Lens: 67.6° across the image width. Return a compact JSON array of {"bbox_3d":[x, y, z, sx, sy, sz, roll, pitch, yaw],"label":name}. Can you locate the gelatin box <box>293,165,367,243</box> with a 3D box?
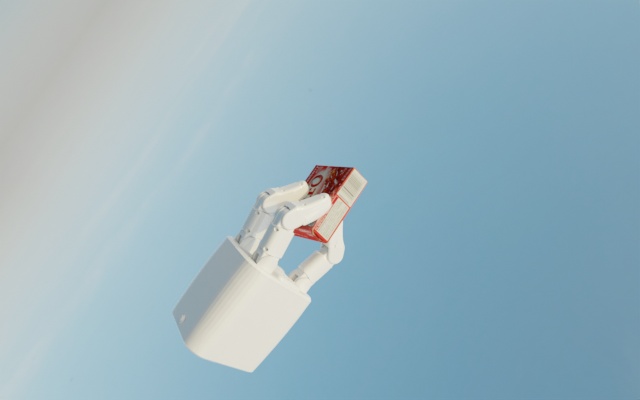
[{"bbox_3d":[0.001,0.002,0.540,0.030,0.089,0.073,45,-20,-31],"label":"gelatin box"}]
